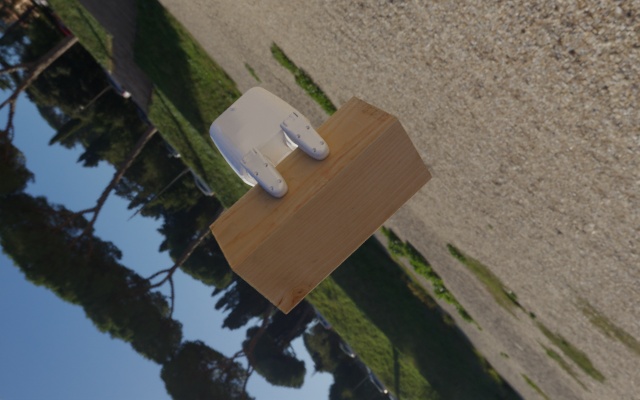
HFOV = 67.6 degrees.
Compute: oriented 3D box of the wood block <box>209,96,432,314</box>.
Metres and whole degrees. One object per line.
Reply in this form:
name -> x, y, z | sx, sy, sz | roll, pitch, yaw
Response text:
wood block -> 0.000, 0.002, 0.496 | 0.091, 0.206, 0.090 | 49, -3, -37
